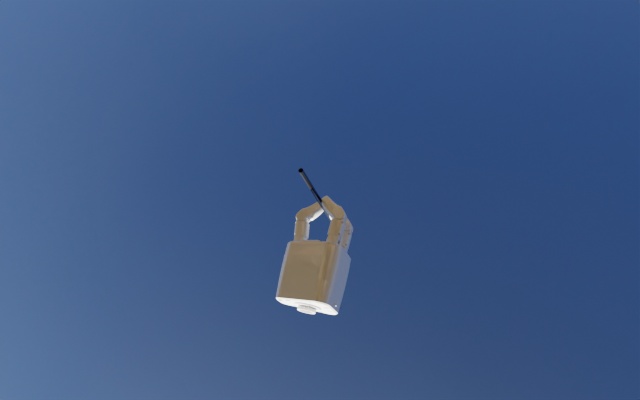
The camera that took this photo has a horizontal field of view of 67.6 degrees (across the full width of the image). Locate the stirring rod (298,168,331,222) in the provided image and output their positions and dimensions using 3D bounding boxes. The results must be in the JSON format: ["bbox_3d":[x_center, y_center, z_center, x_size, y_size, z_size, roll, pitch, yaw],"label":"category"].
[{"bbox_3d":[0.000,0.003,0.860,0.011,0.011,0.240,0,-25,17],"label":"stirring rod"}]
